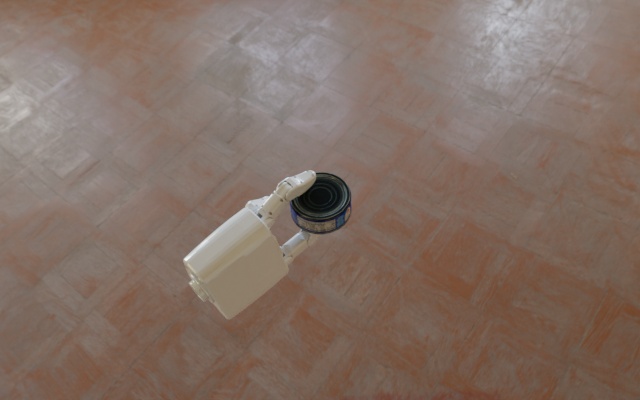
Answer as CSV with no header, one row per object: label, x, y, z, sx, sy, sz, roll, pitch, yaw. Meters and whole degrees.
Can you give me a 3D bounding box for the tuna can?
tuna can,0.000,0.002,0.656,0.086,0.086,0.034,0,-38,3
